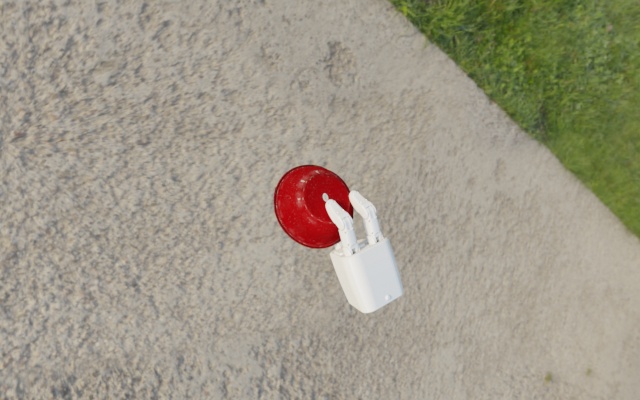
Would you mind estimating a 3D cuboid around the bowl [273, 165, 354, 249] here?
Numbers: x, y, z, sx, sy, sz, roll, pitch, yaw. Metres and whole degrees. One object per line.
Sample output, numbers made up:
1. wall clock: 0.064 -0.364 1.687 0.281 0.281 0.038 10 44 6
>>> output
1. bowl: 0.000 0.002 0.856 0.162 0.162 0.055 0 -16 -26
